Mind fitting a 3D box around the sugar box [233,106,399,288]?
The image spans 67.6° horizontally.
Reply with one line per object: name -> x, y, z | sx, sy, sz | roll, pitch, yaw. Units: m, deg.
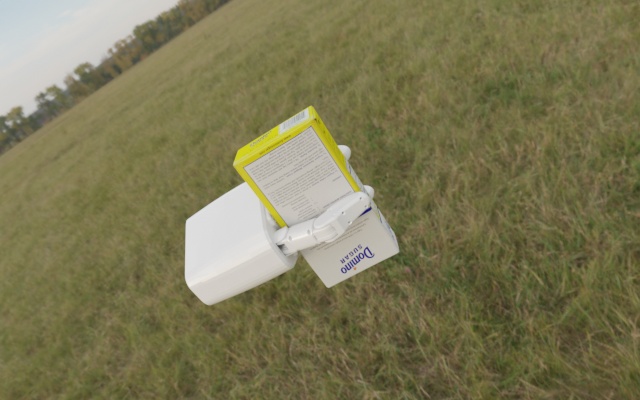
sugar box -> 0.000, 0.001, 0.497 | 0.093, 0.176, 0.048 | -28, 27, 13
